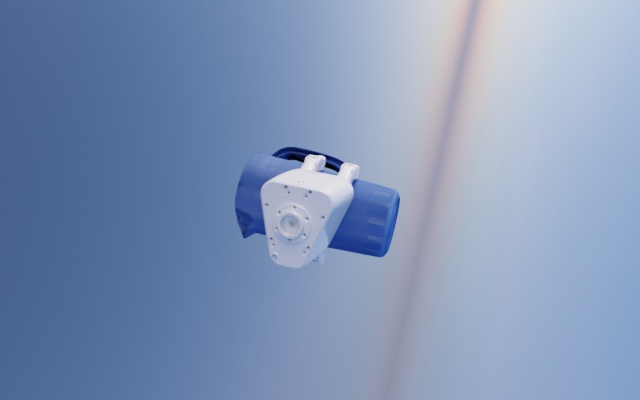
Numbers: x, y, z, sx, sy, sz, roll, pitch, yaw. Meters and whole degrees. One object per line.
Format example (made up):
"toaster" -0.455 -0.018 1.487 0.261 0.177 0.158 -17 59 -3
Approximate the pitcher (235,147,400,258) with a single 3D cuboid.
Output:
"pitcher" 0.000 0.003 0.762 0.243 0.149 0.145 13 10 13
